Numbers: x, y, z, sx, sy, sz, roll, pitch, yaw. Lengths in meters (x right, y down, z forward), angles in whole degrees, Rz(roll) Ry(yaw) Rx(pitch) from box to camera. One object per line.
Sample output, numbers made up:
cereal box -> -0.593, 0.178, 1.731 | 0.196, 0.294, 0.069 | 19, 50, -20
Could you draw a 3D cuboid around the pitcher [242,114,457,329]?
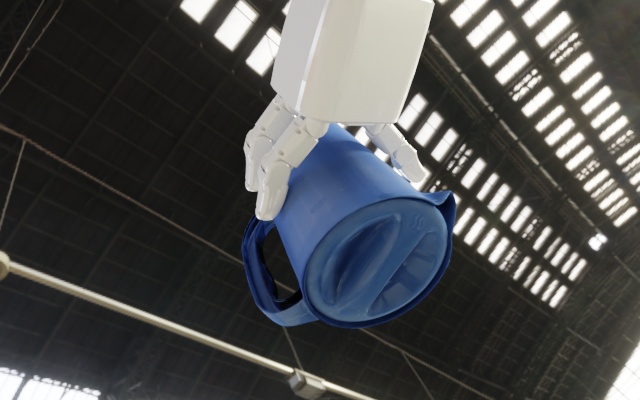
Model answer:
pitcher -> 0.000, 0.001, 0.469 | 0.149, 0.145, 0.242 | 2, 29, -25
